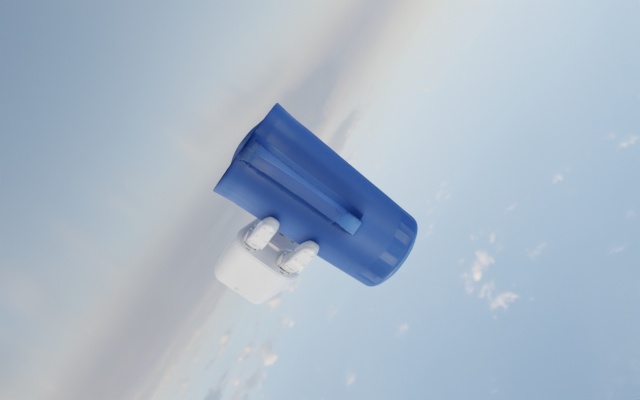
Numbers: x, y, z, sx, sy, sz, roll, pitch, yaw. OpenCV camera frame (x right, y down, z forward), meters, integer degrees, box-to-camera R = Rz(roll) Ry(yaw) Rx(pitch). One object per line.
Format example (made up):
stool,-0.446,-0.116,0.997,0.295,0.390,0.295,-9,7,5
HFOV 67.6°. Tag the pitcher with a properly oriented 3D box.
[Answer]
pitcher,0.000,0.002,0.591,0.243,0.149,0.145,36,-47,-9
